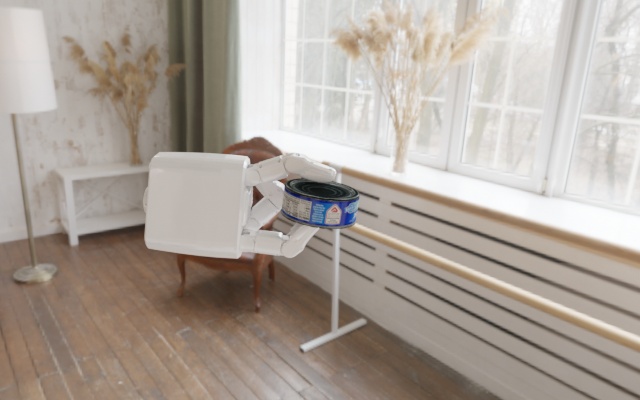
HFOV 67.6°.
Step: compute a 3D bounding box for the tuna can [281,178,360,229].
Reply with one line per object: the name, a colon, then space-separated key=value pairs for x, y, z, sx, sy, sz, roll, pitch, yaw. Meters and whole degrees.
tuna can: x=0.000 y=0.001 z=0.533 sx=0.086 sy=0.034 sz=0.086 roll=8 pitch=16 yaw=-2
